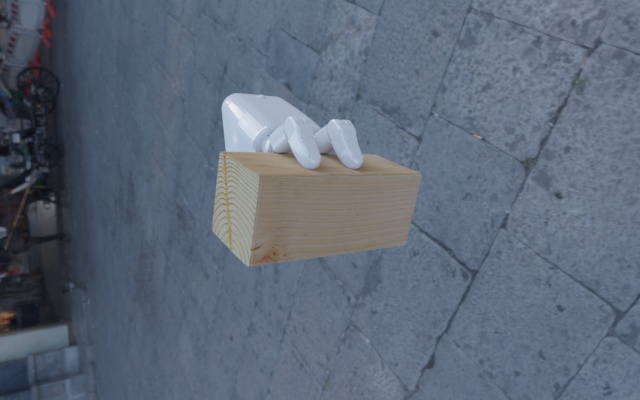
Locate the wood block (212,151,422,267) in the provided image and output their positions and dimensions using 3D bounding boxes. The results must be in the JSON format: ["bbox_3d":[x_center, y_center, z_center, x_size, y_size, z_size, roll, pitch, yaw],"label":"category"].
[{"bbox_3d":[0.000,0.002,0.518,0.206,0.091,0.090,-3,22,-36],"label":"wood block"}]
